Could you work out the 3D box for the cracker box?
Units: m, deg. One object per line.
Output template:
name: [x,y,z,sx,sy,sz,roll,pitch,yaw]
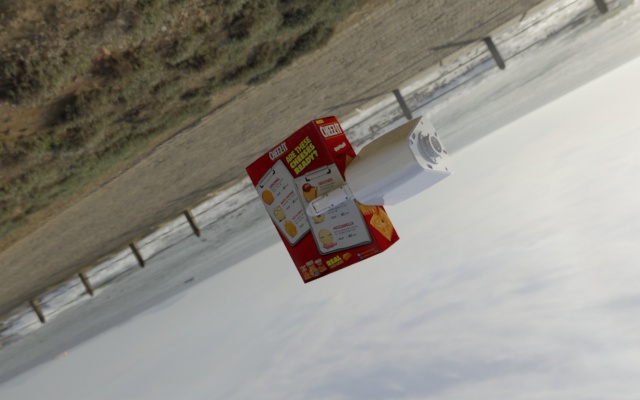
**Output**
cracker box: [0.000,0.003,0.744,0.164,0.213,0.072,-29,-3,37]
